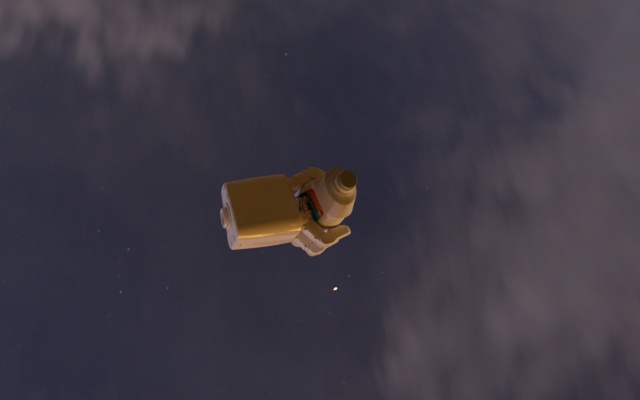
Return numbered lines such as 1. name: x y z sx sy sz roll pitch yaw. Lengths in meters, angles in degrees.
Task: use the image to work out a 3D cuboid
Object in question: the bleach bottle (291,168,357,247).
1. bleach bottle: 0.000 0.003 0.814 0.068 0.102 0.251 -9 -17 -22
